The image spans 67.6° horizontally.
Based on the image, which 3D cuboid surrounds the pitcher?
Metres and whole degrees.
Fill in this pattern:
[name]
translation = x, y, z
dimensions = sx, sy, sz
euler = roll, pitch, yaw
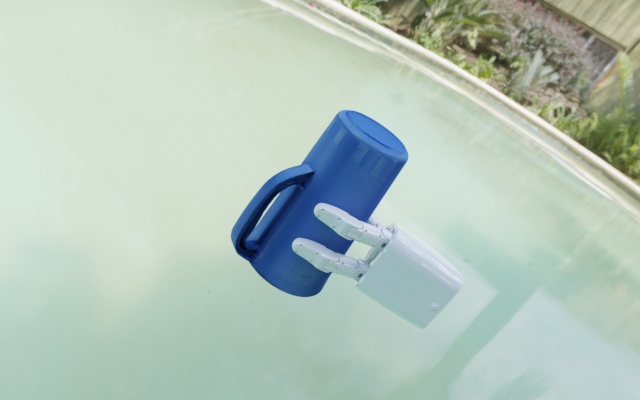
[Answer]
[pitcher]
translation = 0.000, 0.002, 0.639
dimensions = 0.145, 0.243, 0.149
euler = 35, 23, 3
